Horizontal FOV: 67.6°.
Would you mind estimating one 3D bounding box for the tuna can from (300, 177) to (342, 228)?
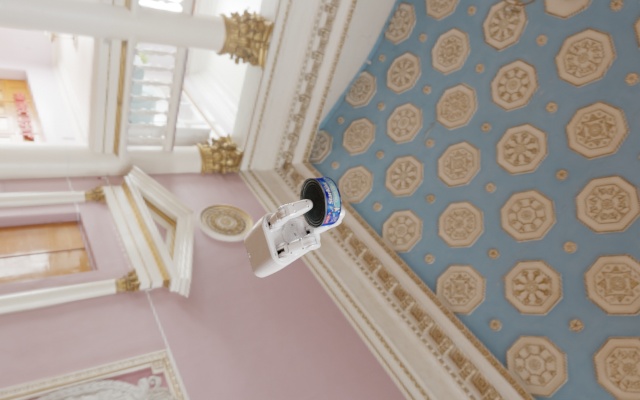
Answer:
[{"bbox_3d":[0.001,0.003,0.817,0.034,0.086,0.086,-7,4,-31],"label":"tuna can"}]
